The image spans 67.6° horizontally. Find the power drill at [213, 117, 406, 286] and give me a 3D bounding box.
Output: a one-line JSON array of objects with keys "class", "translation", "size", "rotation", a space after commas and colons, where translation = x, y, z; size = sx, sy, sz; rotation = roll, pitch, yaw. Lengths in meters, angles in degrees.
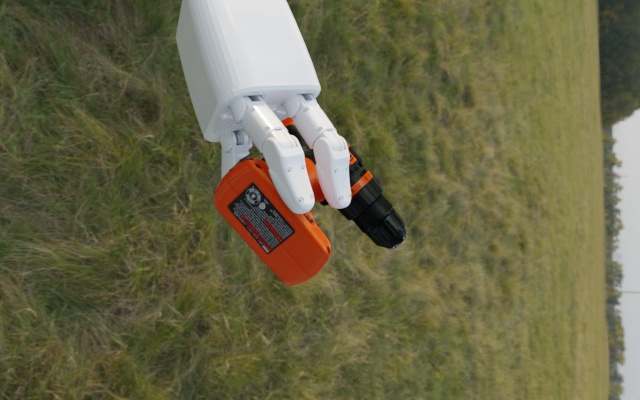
[{"class": "power drill", "translation": [0.000, 0.001, 0.448], "size": [0.057, 0.184, 0.187], "rotation": [-43, 1, 27]}]
